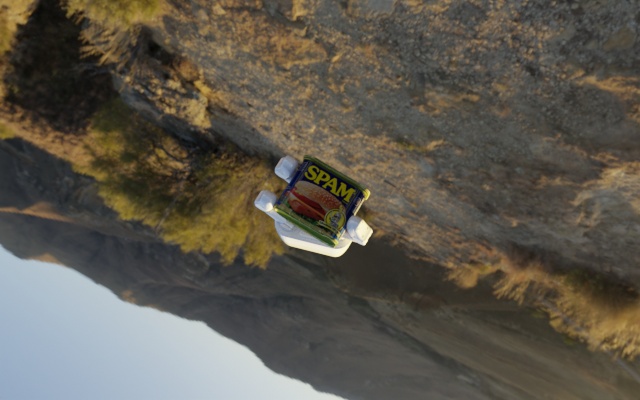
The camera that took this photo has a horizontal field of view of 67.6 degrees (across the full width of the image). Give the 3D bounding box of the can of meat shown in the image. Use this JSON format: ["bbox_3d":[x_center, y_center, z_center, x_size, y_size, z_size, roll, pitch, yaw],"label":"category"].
[{"bbox_3d":[0.000,0.002,0.634,0.102,0.084,0.057,31,-13,5],"label":"can of meat"}]
